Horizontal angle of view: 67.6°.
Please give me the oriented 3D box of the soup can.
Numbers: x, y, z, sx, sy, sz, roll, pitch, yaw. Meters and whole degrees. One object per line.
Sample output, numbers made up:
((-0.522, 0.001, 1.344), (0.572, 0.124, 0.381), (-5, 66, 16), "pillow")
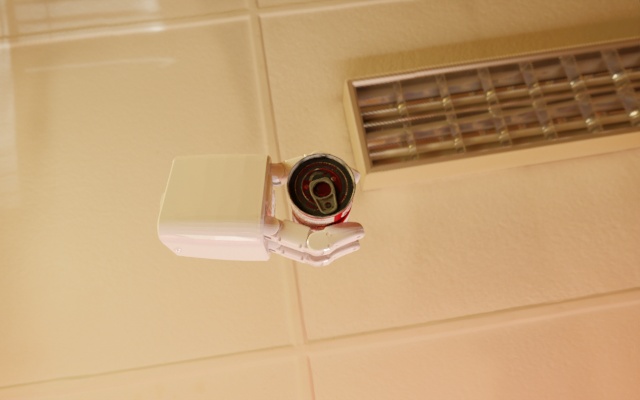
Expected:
((0.001, 0.002, 0.512), (0.068, 0.068, 0.102), (0, -20, -1), "soup can")
